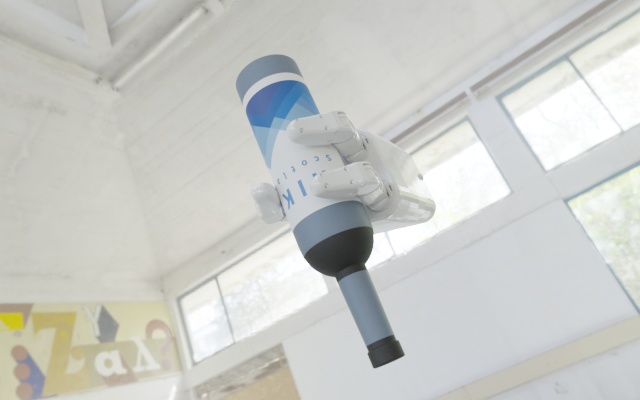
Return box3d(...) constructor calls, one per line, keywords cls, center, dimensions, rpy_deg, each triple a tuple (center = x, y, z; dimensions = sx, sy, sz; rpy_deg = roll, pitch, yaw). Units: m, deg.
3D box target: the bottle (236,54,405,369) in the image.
box3d(cls="bottle", center=(0.000, 0.001, 0.428), dimensions=(0.069, 0.295, 0.069), rpy_deg=(-20, -22, -8))
